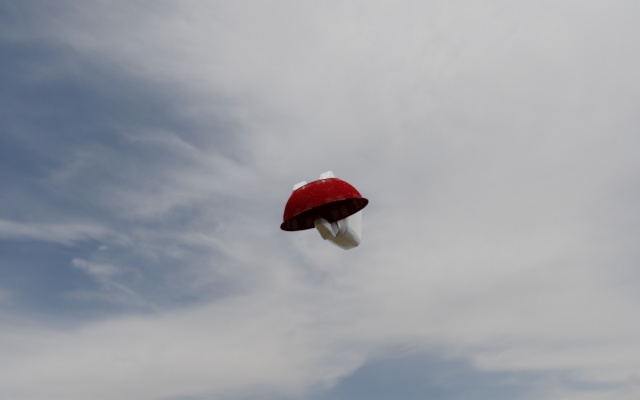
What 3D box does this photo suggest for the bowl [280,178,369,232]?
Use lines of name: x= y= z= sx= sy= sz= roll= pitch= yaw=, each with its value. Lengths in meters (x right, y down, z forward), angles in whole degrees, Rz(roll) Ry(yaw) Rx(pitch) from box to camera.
bowl: x=0.000 y=0.002 z=0.838 sx=0.162 sy=0.055 sz=0.162 roll=-16 pitch=-14 yaw=-4
